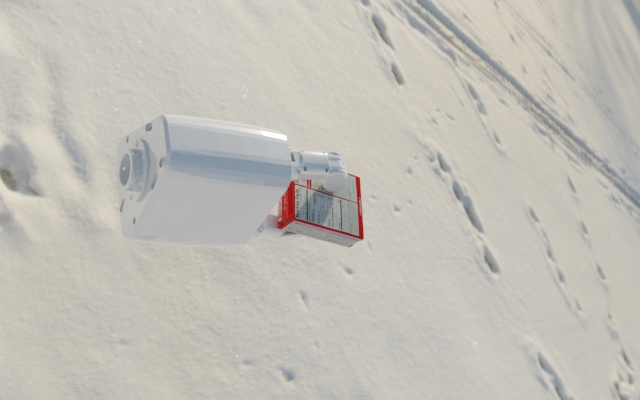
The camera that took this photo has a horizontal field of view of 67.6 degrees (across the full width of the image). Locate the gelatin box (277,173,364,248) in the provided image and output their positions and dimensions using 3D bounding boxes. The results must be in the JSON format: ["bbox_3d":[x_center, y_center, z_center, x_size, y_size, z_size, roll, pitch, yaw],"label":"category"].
[{"bbox_3d":[0.001,0.001,0.481,0.089,0.073,0.030,16,-33,-30],"label":"gelatin box"}]
